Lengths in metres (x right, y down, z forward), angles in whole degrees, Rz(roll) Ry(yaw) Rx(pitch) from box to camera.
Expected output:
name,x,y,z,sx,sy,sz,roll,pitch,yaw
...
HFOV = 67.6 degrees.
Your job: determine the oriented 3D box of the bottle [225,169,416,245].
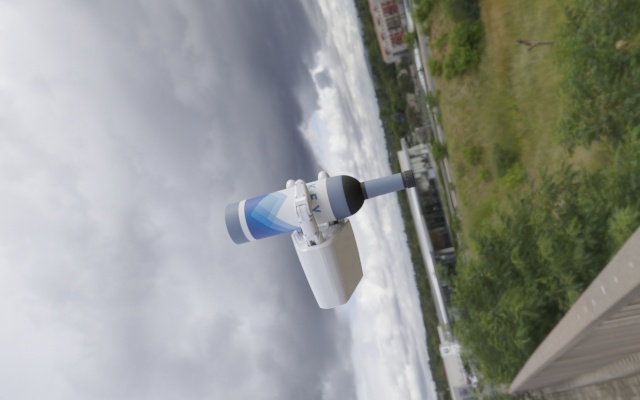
name,x,y,z,sx,sy,sz,roll,pitch,yaw
bottle,0.000,0.002,0.742,0.296,0.069,0.069,-15,-3,10
